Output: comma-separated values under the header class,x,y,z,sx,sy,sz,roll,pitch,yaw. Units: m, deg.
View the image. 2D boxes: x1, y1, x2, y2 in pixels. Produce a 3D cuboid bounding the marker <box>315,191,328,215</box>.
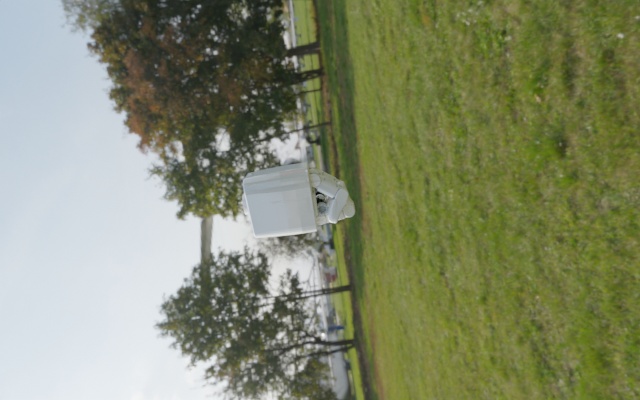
class,x,y,z,sx,sy,sz,roll,pitch,yaw
marker,0.000,0.003,0.824,0.020,0.020,0.121,0,11,-2
